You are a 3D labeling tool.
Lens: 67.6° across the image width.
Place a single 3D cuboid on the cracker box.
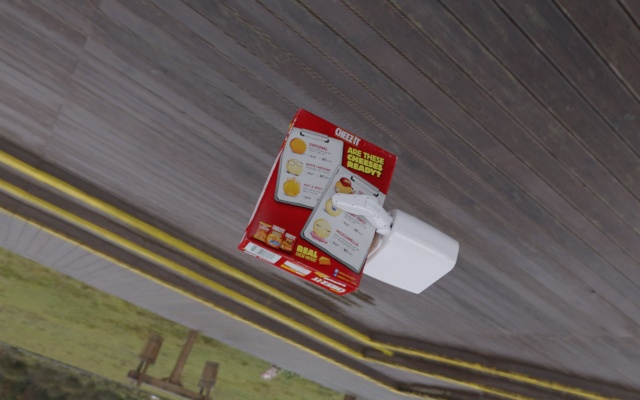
[{"bbox_3d":[0.000,0.002,0.673,0.164,0.213,0.072,25,-26,-11],"label":"cracker box"}]
